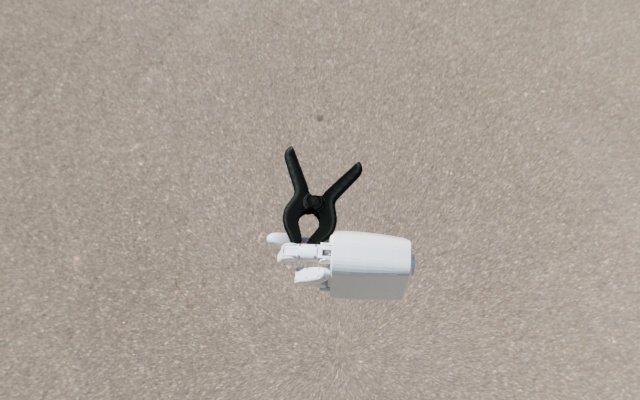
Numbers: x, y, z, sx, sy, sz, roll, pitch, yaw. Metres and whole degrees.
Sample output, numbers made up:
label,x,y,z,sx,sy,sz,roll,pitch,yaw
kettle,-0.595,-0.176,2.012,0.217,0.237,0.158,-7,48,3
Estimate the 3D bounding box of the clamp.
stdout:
label,x,y,z,sx,sy,sz,roll,pitch,yaw
clamp,0.000,0.002,0.706,0.120,0.171,0.039,3,-18,3
